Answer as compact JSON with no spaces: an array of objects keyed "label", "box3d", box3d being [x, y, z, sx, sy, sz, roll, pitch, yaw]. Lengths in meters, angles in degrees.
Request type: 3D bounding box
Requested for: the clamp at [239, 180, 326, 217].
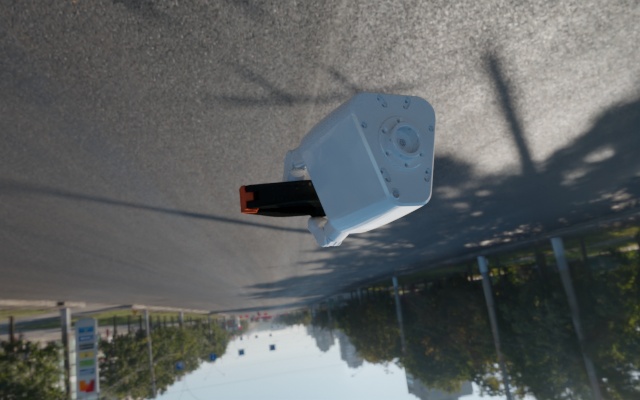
[{"label":"clamp","box3d":[0.000,0.003,0.570,0.210,0.036,0.164,-1,-13,-26]}]
